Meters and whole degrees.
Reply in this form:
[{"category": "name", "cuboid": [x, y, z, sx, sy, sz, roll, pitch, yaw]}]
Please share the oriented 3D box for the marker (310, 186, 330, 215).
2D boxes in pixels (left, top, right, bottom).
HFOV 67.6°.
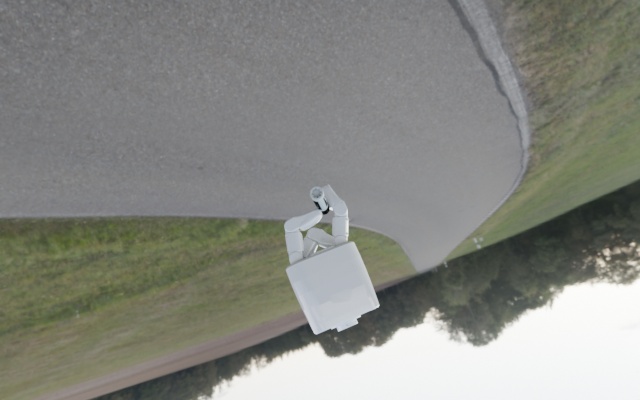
[{"category": "marker", "cuboid": [0.000, 0.002, 0.696, 0.020, 0.020, 0.121, 0, -12, 5]}]
